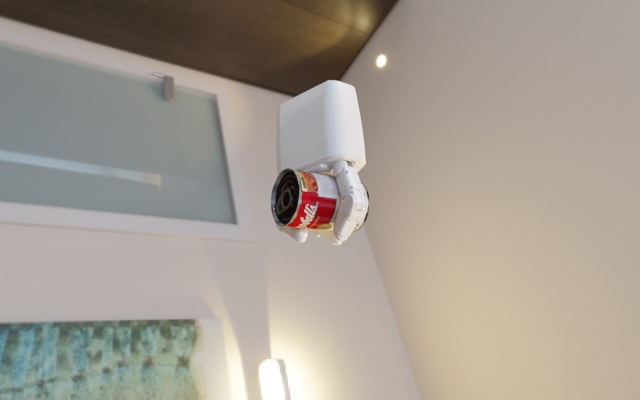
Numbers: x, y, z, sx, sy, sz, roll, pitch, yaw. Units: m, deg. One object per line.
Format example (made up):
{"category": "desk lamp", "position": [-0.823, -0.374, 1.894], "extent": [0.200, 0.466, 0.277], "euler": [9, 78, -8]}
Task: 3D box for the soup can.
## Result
{"category": "soup can", "position": [0.000, 0.002, 0.580], "extent": [0.102, 0.068, 0.068], "euler": [8, -4, -33]}
